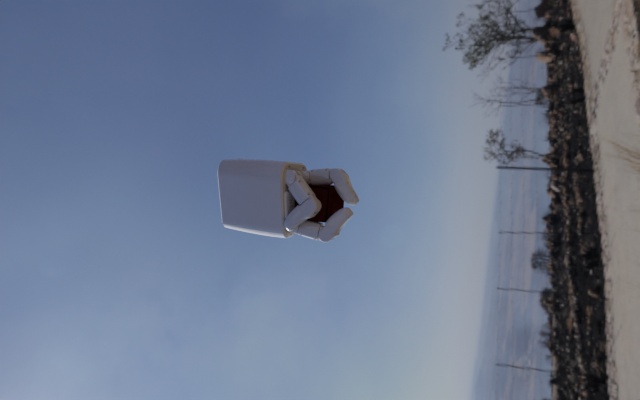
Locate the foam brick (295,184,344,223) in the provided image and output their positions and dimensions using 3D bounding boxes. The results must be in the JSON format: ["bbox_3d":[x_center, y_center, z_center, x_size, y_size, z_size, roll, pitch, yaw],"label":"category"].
[{"bbox_3d":[0.000,0.002,0.713,0.051,0.053,0.078,6,3,19],"label":"foam brick"}]
